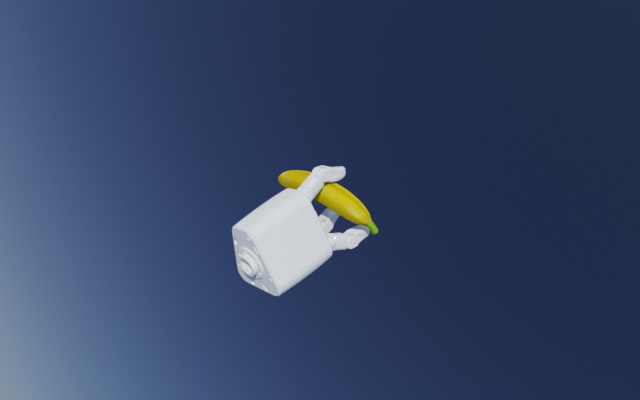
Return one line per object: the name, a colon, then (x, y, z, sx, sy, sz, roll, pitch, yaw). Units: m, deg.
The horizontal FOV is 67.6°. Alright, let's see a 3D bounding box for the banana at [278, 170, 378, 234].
banana: (0.002, -0.008, 0.748, 0.197, 0.070, 0.037, 31, 58, 26)
